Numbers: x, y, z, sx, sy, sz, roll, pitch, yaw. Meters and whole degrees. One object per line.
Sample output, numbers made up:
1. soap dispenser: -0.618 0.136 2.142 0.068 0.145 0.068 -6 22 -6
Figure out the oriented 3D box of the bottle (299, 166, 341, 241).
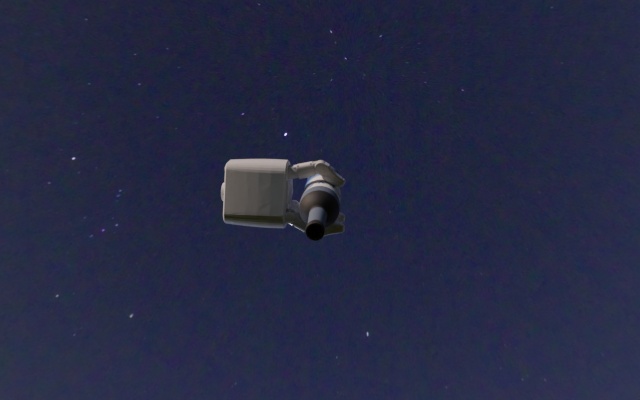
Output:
1. bottle: 0.000 0.003 0.809 0.069 0.069 0.295 0 16 3
